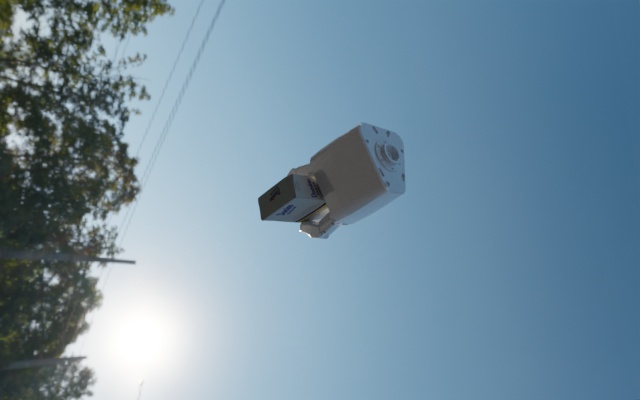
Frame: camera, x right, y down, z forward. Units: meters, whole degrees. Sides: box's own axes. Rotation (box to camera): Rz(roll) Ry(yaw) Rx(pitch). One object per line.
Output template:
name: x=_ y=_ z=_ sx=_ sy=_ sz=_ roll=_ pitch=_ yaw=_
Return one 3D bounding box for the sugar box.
sugar box: x=0.000 y=0.002 z=0.755 sx=0.176 sy=0.048 sz=0.093 roll=9 pitch=-29 yaw=-39
